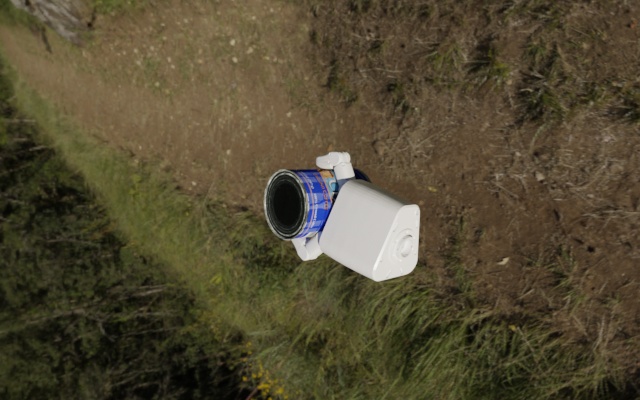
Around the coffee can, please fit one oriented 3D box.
[{"bbox_3d":[0.000,0.002,0.727,0.140,0.103,0.103,-4,3,-42],"label":"coffee can"}]
